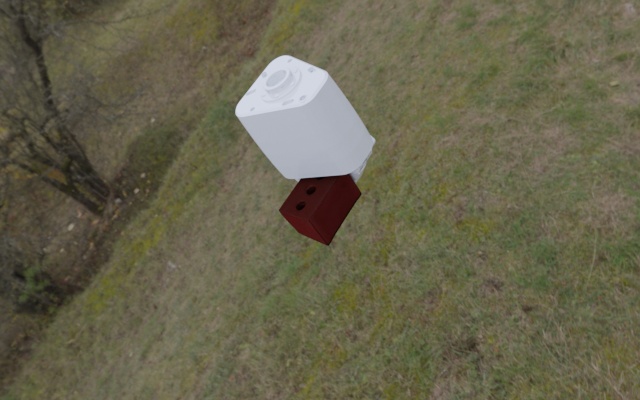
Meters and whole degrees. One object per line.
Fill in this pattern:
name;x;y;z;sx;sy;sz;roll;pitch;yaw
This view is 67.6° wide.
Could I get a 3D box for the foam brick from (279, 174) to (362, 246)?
foam brick;0.000;0.002;0.555;0.053;0.078;0.051;17;-24;41
